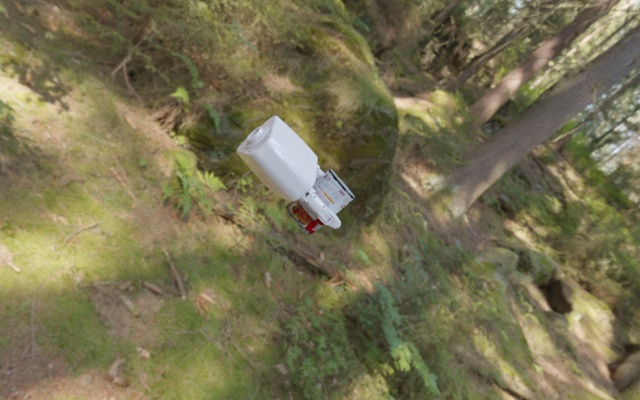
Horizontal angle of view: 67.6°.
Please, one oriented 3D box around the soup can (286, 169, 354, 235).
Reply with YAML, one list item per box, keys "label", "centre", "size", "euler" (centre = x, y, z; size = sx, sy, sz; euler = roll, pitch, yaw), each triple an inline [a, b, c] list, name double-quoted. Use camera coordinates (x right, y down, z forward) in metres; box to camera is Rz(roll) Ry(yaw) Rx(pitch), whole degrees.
- label: "soup can"
  centre: [0.001, 0.003, 0.836]
  size: [0.102, 0.068, 0.068]
  euler: [-41, -5, 6]
